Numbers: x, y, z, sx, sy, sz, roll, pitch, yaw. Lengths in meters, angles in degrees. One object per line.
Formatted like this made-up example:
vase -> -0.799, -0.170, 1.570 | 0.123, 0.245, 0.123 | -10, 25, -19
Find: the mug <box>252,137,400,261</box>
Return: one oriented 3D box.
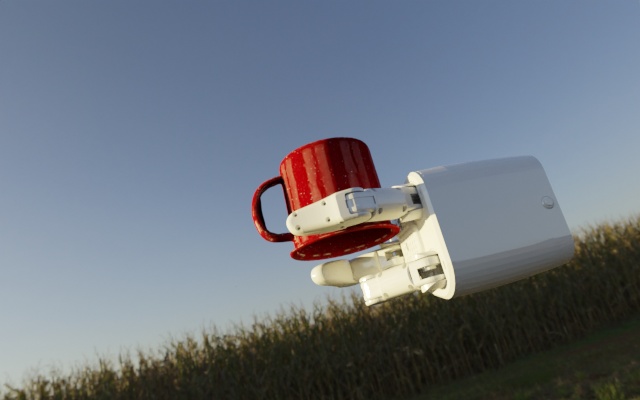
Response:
mug -> -0.001, 0.001, 0.403 | 0.117, 0.081, 0.093 | -10, -18, -11
